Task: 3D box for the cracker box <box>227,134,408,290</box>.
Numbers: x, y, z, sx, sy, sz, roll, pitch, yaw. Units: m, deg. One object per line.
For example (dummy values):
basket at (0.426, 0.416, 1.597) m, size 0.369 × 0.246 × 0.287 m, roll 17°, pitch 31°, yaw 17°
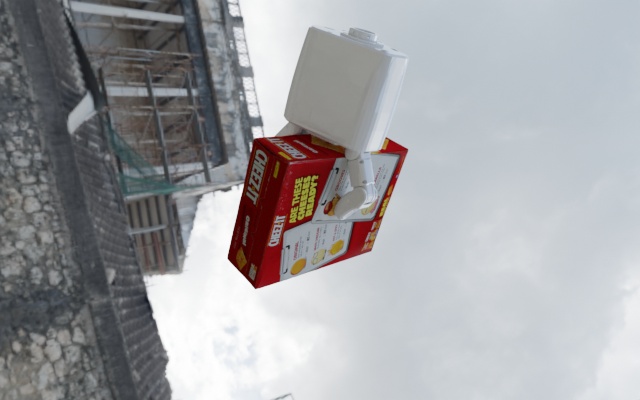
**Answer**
cracker box at (0.000, 0.002, 0.596) m, size 0.213 × 0.164 × 0.072 m, roll -11°, pitch 37°, yaw -45°
